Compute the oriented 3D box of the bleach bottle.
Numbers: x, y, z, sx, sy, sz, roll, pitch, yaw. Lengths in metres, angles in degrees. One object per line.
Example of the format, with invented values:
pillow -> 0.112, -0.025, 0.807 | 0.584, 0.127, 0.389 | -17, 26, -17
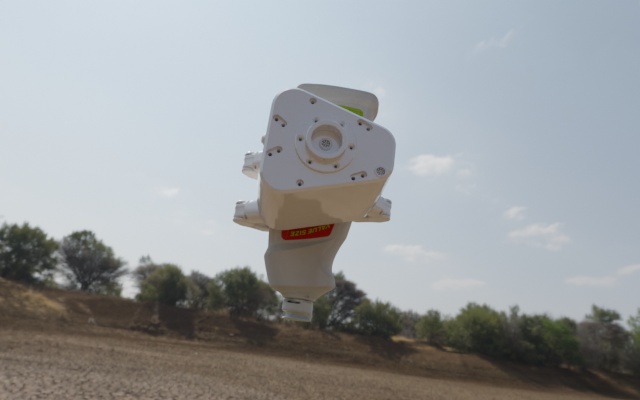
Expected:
bleach bottle -> 0.000, 0.002, 0.512 | 0.102, 0.250, 0.068 | 8, -17, -3
